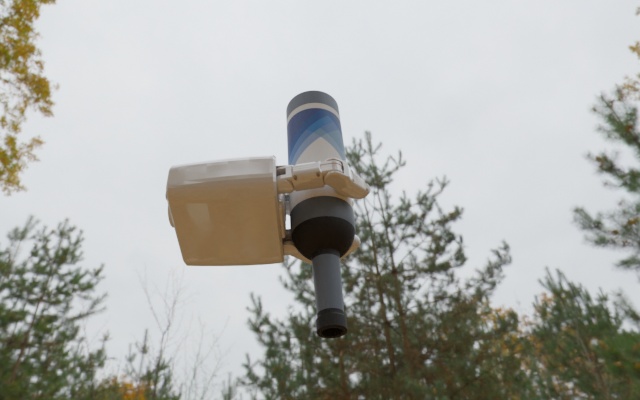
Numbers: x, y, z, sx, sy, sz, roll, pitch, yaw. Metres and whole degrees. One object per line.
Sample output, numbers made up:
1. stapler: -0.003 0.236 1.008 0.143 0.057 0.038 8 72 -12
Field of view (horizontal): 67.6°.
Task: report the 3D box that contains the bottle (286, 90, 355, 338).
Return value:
1. bottle: 0.000 0.001 0.510 0.069 0.295 0.069 -3 -39 -2
